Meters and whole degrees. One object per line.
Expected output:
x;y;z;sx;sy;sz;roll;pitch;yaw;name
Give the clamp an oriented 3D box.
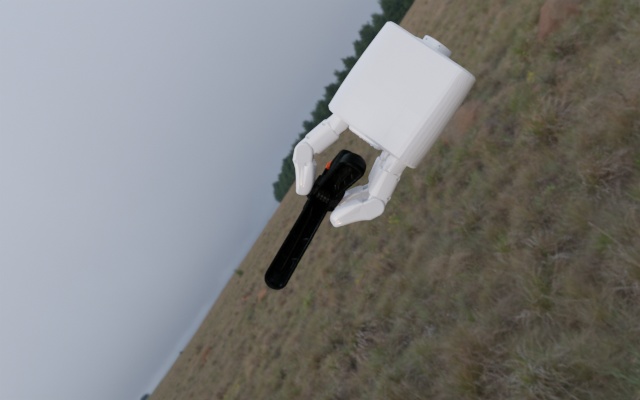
0.000;0.001;0.539;0.036;0.164;0.210;33;16;-4;clamp
